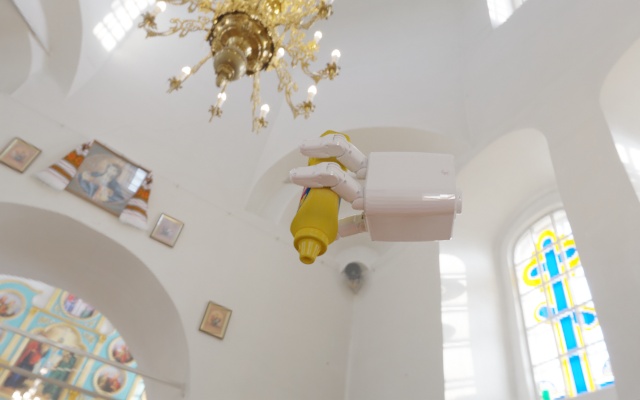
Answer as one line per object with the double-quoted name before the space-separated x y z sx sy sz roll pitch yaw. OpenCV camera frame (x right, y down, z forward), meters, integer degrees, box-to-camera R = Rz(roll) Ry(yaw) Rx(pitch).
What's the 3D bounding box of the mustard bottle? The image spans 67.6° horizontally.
"mustard bottle" 0.000 0.002 0.612 0.058 0.191 0.096 17 -45 -5
